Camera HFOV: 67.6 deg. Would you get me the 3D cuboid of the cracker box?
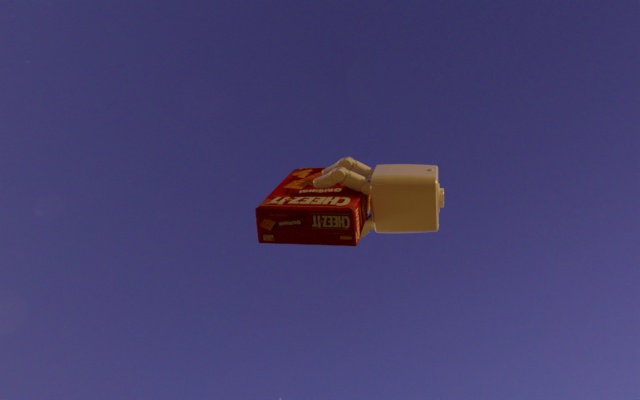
[{"bbox_3d":[0.000,0.003,0.839,0.164,0.072,0.213,0,20,15],"label":"cracker box"}]
